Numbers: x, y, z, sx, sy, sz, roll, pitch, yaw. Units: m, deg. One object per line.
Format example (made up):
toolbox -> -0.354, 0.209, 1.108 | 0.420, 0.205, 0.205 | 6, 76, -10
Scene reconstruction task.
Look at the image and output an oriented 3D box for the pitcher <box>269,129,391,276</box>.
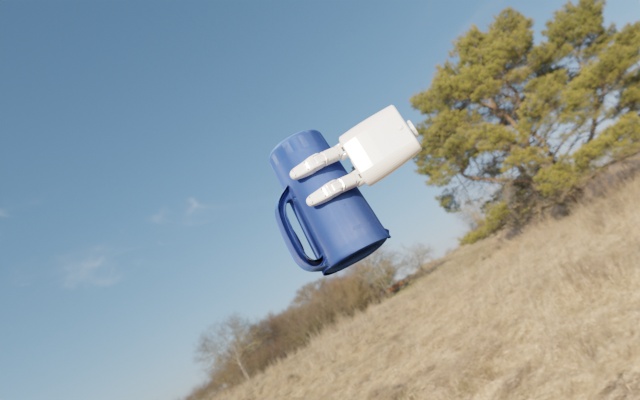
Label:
pitcher -> 0.000, 0.003, 0.832 | 0.145, 0.242, 0.149 | -33, -15, 12
